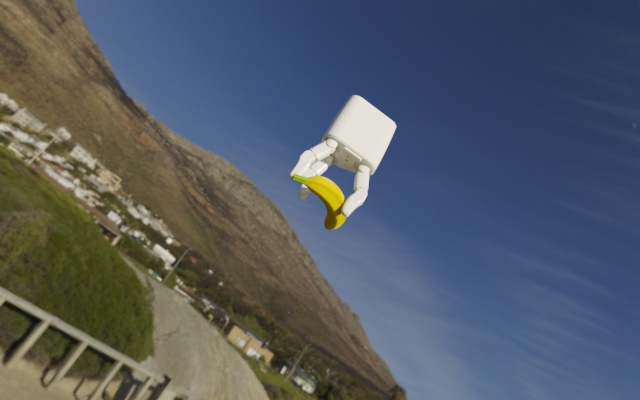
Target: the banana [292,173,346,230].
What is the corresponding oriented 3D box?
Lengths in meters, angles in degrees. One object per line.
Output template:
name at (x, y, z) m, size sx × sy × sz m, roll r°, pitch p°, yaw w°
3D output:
banana at (0.015, 0.006, 0.867) m, size 0.069 × 0.037 × 0.198 m, roll 15°, pitch -25°, yaw 27°
